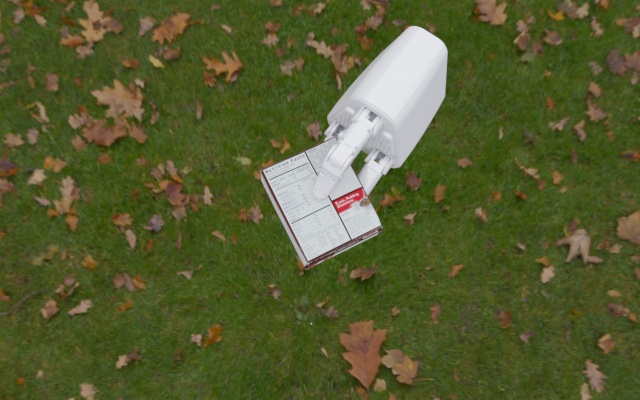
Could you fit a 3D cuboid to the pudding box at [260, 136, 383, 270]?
[{"bbox_3d":[0.000,0.002,0.497,0.090,0.113,0.039,-25,-13,-9],"label":"pudding box"}]
